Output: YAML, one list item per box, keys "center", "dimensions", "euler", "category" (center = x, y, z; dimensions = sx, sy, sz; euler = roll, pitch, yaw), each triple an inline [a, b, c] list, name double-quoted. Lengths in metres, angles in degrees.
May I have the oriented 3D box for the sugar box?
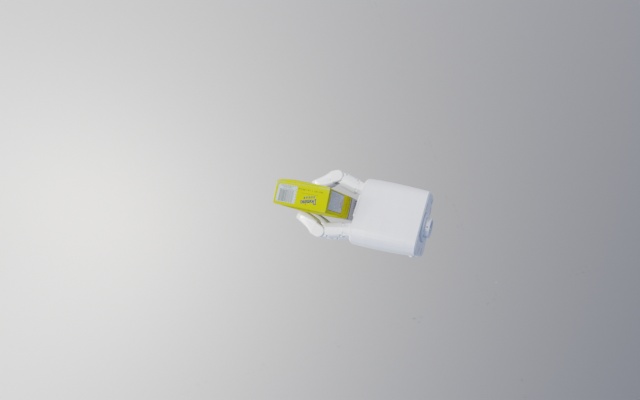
- center: [0.000, 0.003, 0.805]
  dimensions: [0.093, 0.048, 0.176]
  euler: [11, -5, 22]
  category: "sugar box"
